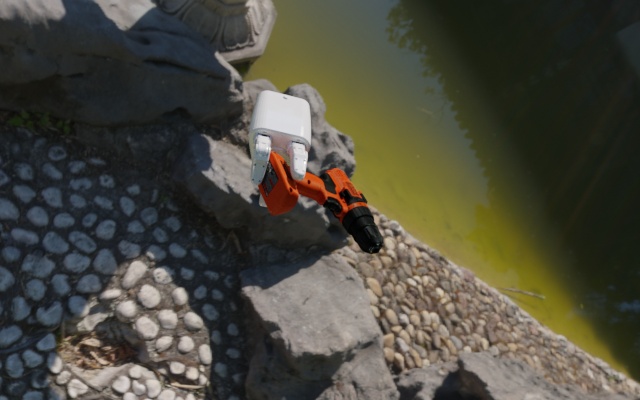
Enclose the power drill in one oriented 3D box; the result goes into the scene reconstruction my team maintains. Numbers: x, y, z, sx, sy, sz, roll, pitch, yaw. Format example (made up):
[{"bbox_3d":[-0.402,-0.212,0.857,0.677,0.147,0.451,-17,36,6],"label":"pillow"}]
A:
[{"bbox_3d":[0.000,0.002,0.745,0.188,0.057,0.184,17,30,-39],"label":"power drill"}]
